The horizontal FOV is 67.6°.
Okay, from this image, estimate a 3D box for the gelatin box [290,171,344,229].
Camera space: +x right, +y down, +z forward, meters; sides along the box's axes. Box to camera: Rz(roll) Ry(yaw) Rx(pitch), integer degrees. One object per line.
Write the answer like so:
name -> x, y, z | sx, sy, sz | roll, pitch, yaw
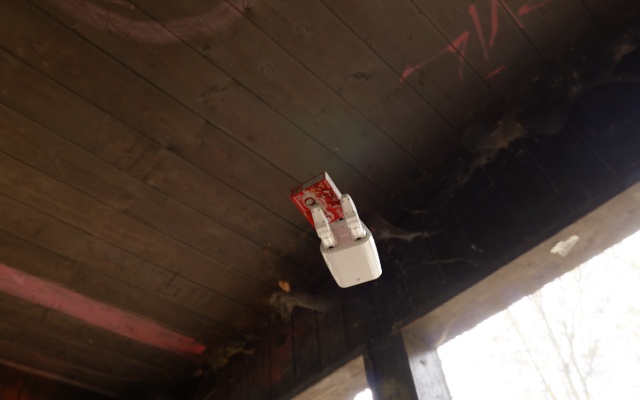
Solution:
gelatin box -> 0.000, 0.002, 0.855 | 0.073, 0.089, 0.030 | -28, 29, 14
